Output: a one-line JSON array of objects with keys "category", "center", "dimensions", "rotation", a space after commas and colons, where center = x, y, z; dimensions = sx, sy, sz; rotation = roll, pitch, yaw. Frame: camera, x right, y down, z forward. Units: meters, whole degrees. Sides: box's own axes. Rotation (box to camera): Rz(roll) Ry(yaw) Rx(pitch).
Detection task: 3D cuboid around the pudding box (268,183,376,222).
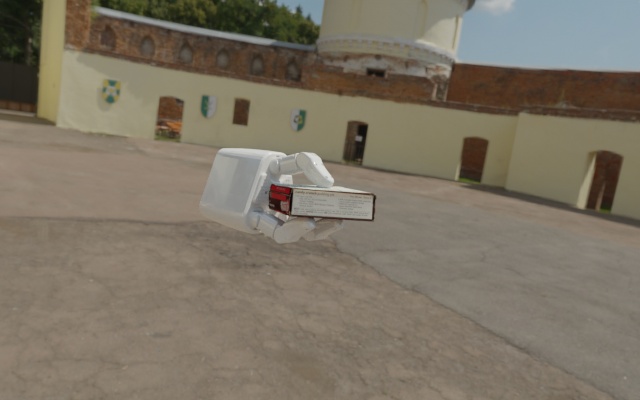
[{"category": "pudding box", "center": [0.000, 0.002, 0.600], "dimensions": [0.113, 0.039, 0.090], "rotation": [2, 5, -22]}]
